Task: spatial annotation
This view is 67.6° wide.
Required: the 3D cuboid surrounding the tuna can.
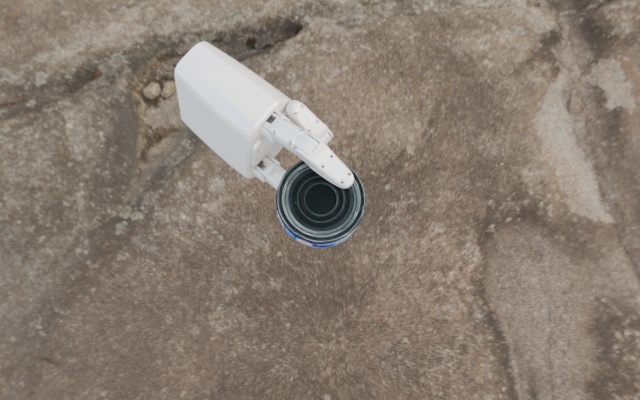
[{"bbox_3d":[0.000,0.001,0.458,0.086,0.086,0.034,0,-13,-3],"label":"tuna can"}]
